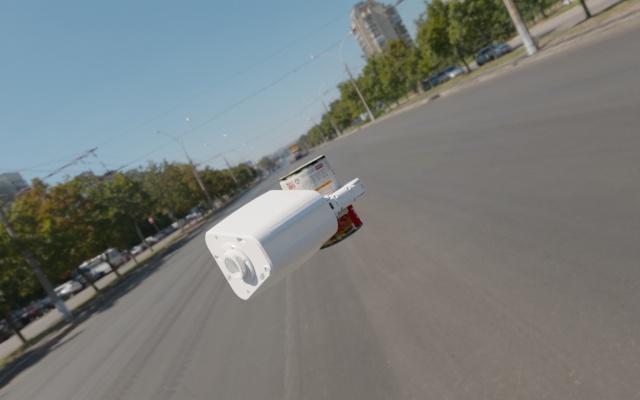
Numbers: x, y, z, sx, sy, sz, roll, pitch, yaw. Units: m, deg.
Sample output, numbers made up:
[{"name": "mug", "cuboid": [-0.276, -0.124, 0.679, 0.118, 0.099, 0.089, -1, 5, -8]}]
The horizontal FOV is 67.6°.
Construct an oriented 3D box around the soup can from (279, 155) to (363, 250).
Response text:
[{"name": "soup can", "cuboid": [0.000, 0.001, 0.608, 0.068, 0.102, 0.068, -29, 6, 3]}]
